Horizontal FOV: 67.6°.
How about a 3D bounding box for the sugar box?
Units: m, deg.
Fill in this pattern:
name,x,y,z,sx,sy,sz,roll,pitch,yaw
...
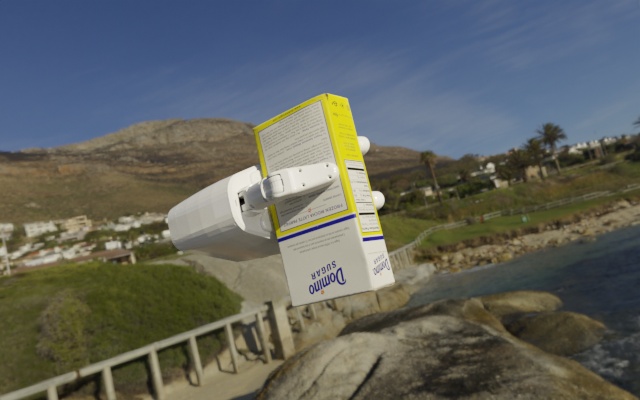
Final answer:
name,x,y,z,sx,sy,sz,roll,pitch,yaw
sugar box,0.000,0.001,0.439,0.093,0.176,0.048,-19,-9,35
